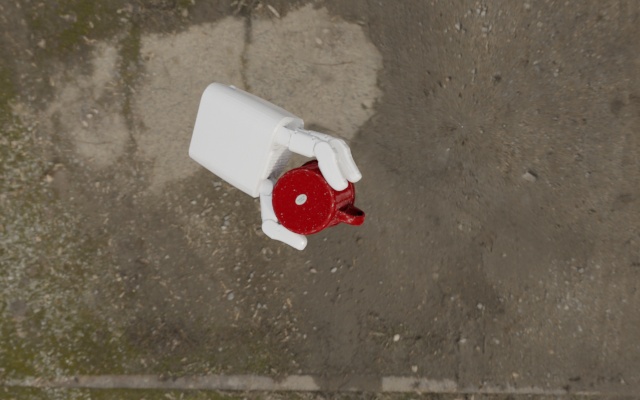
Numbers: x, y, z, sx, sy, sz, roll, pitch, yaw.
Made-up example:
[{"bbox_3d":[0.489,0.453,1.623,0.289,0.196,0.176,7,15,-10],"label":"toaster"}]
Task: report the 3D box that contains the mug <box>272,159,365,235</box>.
[{"bbox_3d":[0.001,0.003,0.595,0.117,0.093,0.081,28,15,12],"label":"mug"}]
